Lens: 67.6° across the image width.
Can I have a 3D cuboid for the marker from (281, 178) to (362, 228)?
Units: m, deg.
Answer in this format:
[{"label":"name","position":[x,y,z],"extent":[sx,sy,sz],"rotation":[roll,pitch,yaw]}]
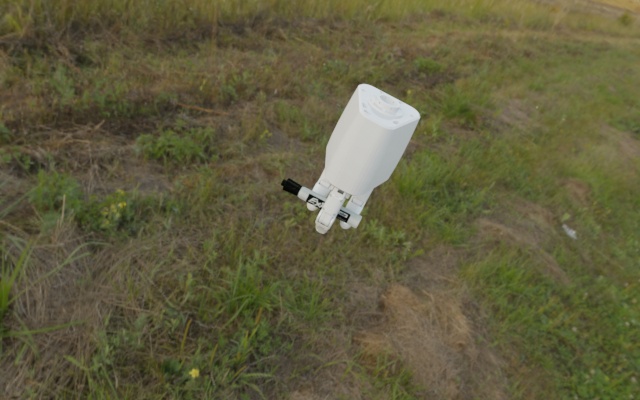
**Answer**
[{"label":"marker","position":[0.000,0.002,0.662],"extent":[0.121,0.020,0.020],"rotation":[28,2,3]}]
